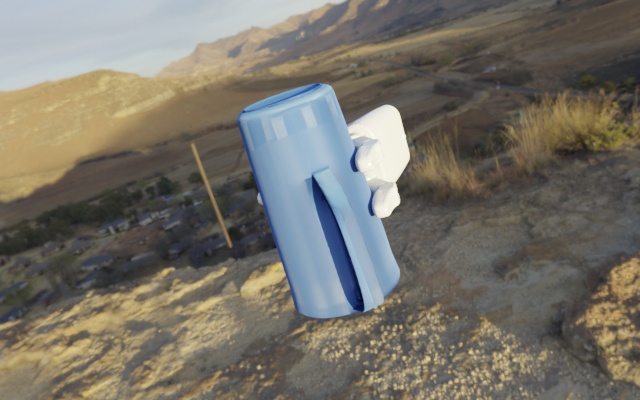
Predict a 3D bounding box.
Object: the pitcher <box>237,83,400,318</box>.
[{"bbox_3d":[0.000,0.002,0.532,0.149,0.243,0.145,-7,22,32],"label":"pitcher"}]
